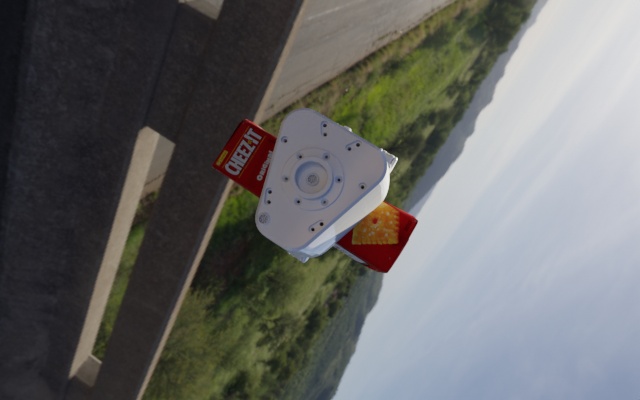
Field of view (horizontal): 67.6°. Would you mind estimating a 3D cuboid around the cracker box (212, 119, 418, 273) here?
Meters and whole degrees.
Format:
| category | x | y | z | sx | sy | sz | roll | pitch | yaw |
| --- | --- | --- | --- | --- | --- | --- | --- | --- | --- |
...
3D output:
| category | x | y | z | sx | sy | sz | roll | pitch | yaw |
| --- | --- | --- | --- | --- | --- | --- | --- | --- | --- |
| cracker box | 0.000 | 0.002 | 0.562 | 0.213 | 0.072 | 0.164 | 32 | -4 | 9 |
